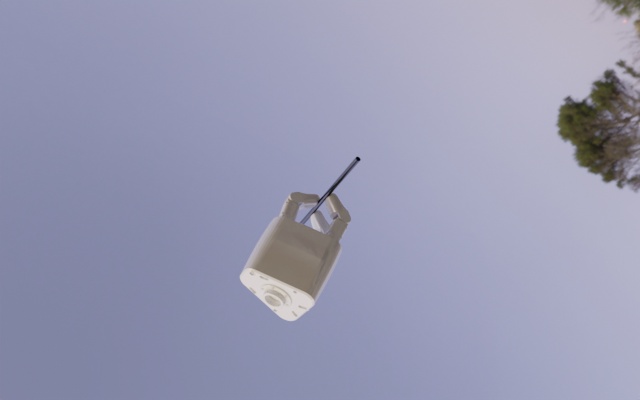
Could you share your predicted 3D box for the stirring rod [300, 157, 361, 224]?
[{"bbox_3d":[0.000,0.002,0.768,0.011,0.011,0.240,0,-31,-31],"label":"stirring rod"}]
